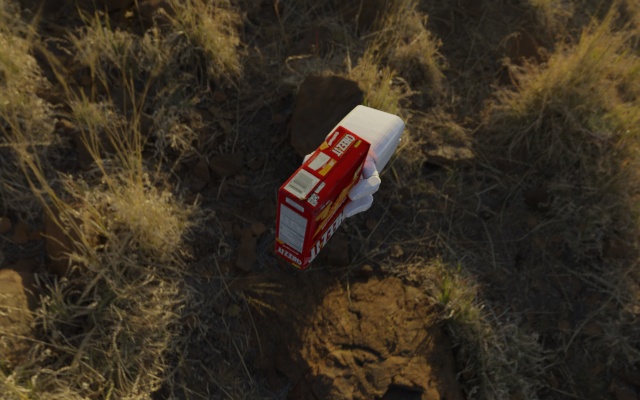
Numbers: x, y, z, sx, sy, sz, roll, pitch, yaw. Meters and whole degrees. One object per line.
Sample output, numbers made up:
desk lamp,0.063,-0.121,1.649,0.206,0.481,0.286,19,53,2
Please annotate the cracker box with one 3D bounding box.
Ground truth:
cracker box,0.000,0.002,0.809,0.072,0.164,0.214,33,-30,13
